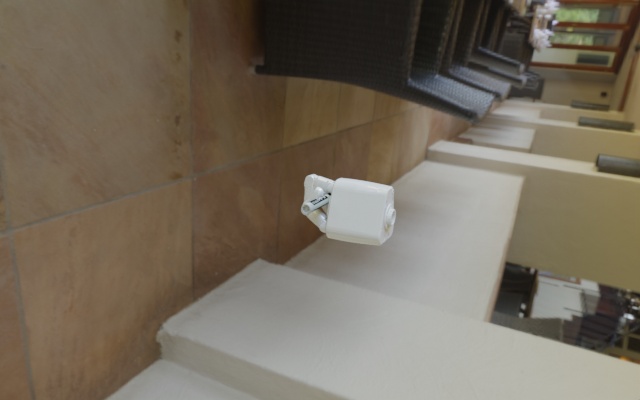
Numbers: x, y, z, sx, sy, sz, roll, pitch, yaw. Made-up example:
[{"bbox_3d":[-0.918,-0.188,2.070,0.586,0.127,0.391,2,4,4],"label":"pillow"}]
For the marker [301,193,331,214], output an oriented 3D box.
[{"bbox_3d":[0.000,0.003,0.876,0.020,0.020,0.121,0,12,25],"label":"marker"}]
